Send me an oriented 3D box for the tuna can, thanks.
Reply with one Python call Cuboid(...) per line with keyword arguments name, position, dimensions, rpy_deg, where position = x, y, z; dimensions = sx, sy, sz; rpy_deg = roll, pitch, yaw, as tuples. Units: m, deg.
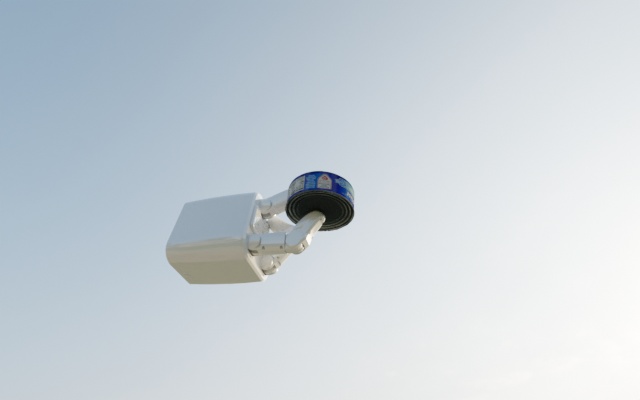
Cuboid(name="tuna can", position=(0.000, 0.001, 0.596), dimensions=(0.086, 0.033, 0.086), rpy_deg=(3, -37, 2))
